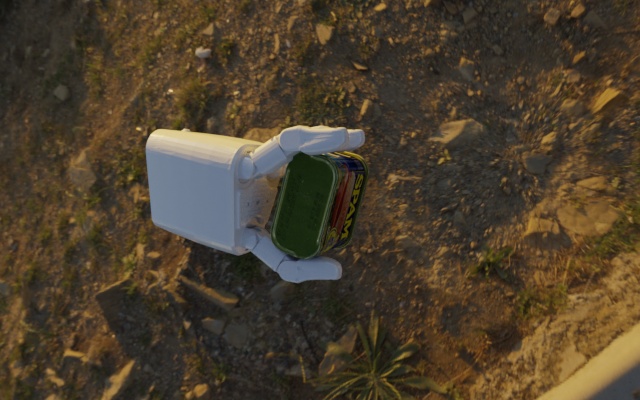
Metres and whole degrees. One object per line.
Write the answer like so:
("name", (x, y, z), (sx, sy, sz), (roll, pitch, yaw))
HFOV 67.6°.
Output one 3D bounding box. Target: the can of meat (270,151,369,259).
("can of meat", (0.000, 0.002, 0.462), (0.057, 0.102, 0.084), (18, 11, 21))
